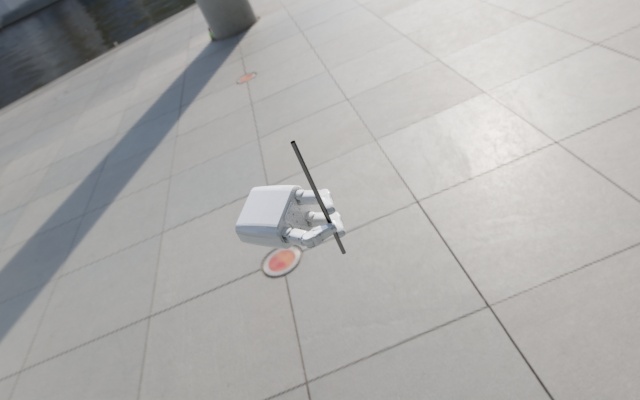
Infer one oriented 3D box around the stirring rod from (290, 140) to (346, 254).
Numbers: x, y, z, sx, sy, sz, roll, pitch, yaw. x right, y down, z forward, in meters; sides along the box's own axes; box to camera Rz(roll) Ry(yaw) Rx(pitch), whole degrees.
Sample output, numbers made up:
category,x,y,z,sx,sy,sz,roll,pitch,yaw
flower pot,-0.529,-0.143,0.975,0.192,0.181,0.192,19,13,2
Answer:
category,x,y,z,sx,sy,sz,roll,pitch,yaw
stirring rod,0.000,0.003,0.786,0.011,0.240,0.011,-17,35,12
